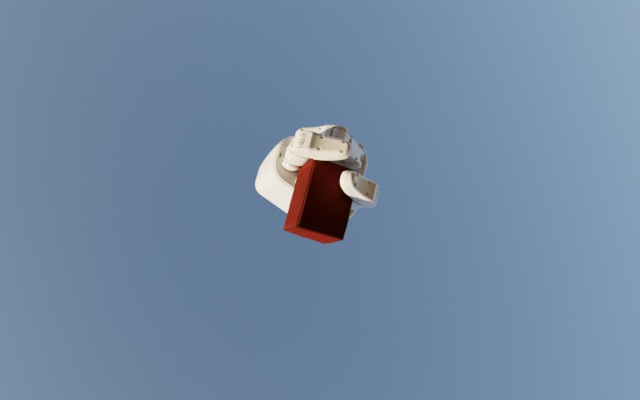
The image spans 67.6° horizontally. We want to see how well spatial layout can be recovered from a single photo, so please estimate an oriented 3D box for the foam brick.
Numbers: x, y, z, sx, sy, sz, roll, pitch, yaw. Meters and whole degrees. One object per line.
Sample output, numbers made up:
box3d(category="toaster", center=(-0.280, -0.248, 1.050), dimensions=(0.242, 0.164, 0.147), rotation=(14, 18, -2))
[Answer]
box3d(category="foam brick", center=(0.000, 0.002, 0.505), dimensions=(0.053, 0.078, 0.051), rotation=(19, -16, -17))
